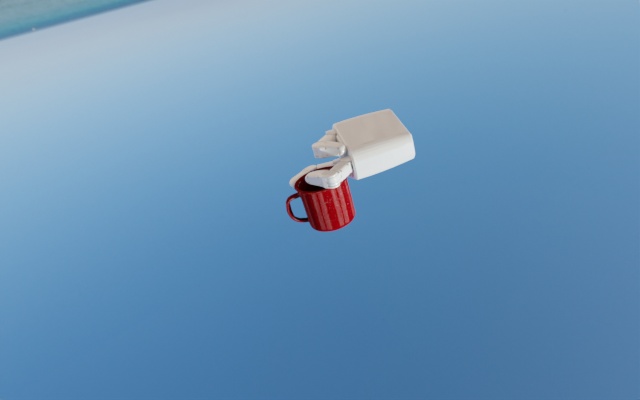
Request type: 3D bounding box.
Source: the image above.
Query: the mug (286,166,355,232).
[{"bbox_3d":[-0.001,0.003,0.802,0.117,0.081,0.093,-19,27,-4],"label":"mug"}]
